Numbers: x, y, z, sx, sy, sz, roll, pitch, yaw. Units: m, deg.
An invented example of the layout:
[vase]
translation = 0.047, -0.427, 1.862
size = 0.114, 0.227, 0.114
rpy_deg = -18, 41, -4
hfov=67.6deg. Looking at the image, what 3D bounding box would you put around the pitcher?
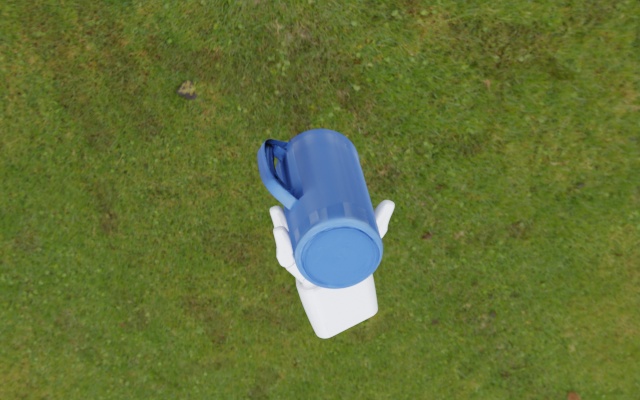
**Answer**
[pitcher]
translation = 0.000, 0.002, 0.662
size = 0.149, 0.145, 0.242
rpy_deg = -12, 32, 0
